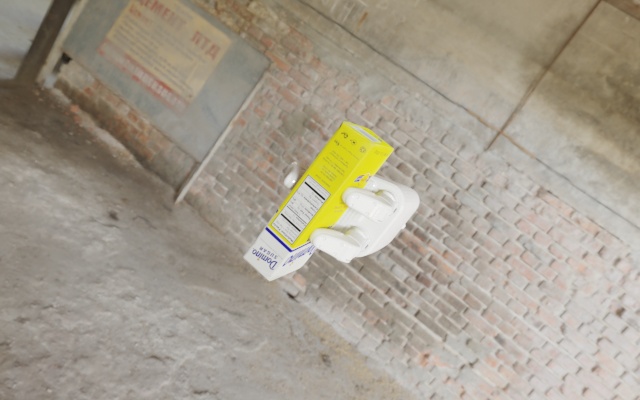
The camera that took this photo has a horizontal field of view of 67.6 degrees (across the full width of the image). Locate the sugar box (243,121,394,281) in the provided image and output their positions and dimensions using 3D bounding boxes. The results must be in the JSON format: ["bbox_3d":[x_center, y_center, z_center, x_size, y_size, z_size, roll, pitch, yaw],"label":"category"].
[{"bbox_3d":[0.001,0.002,0.505,0.048,0.176,0.093,39,15,15],"label":"sugar box"}]
